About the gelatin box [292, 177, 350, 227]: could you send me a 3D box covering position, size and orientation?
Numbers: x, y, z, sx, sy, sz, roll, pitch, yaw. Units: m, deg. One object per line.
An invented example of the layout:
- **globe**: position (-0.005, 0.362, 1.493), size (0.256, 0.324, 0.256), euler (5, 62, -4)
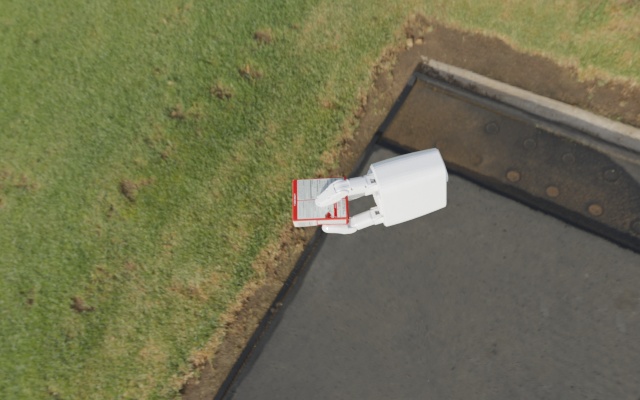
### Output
- **gelatin box**: position (0.000, 0.002, 0.763), size (0.089, 0.073, 0.030), euler (-3, -23, 2)
